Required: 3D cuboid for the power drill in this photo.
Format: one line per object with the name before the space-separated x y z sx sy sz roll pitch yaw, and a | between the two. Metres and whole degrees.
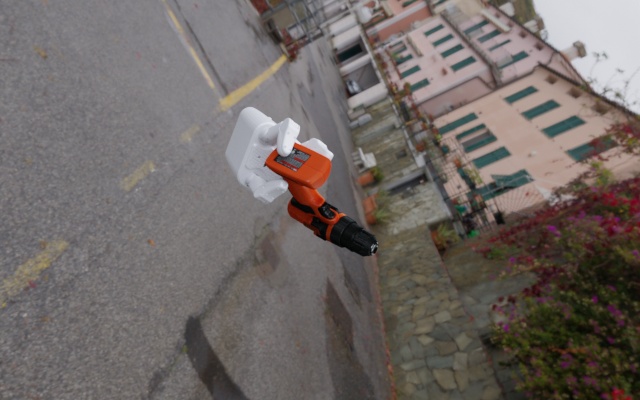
power drill | 0.000 0.002 0.744 0.184 0.057 0.188 26 -26 33
